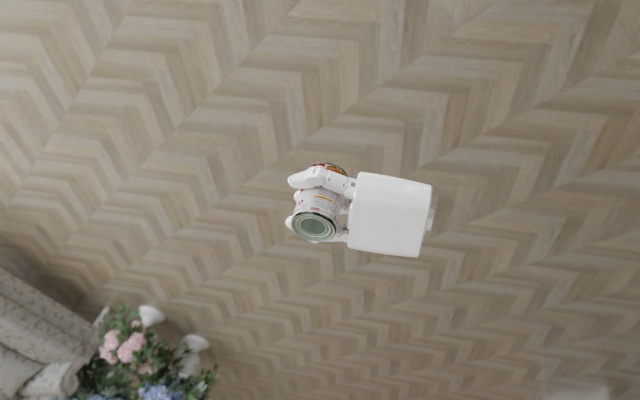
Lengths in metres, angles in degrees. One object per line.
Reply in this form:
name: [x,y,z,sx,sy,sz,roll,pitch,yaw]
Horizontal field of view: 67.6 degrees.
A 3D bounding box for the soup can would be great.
soup can: [0.000,0.002,0.706,0.068,0.102,0.069,9,-40,8]
